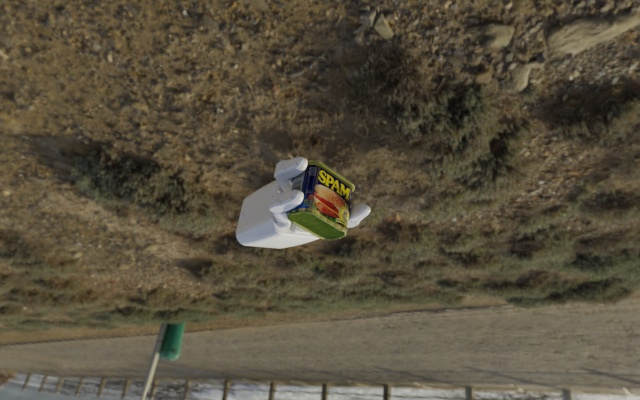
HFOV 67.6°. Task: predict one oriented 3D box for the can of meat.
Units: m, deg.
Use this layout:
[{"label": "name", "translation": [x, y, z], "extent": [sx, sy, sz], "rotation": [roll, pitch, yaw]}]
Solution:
[{"label": "can of meat", "translation": [0.000, 0.003, 0.712], "extent": [0.057, 0.084, 0.102], "rotation": [-18, -38, 41]}]
